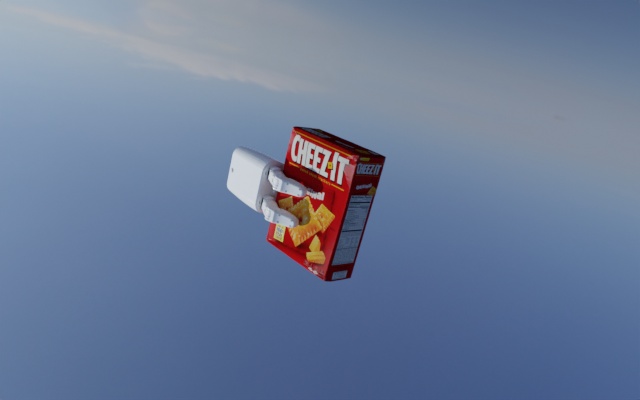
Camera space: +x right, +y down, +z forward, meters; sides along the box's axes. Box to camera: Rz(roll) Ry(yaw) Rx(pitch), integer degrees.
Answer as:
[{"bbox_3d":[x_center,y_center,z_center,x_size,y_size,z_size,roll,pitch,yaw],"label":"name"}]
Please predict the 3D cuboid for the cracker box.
[{"bbox_3d":[0.000,0.003,0.792,0.072,0.214,0.164,-2,23,-44],"label":"cracker box"}]
